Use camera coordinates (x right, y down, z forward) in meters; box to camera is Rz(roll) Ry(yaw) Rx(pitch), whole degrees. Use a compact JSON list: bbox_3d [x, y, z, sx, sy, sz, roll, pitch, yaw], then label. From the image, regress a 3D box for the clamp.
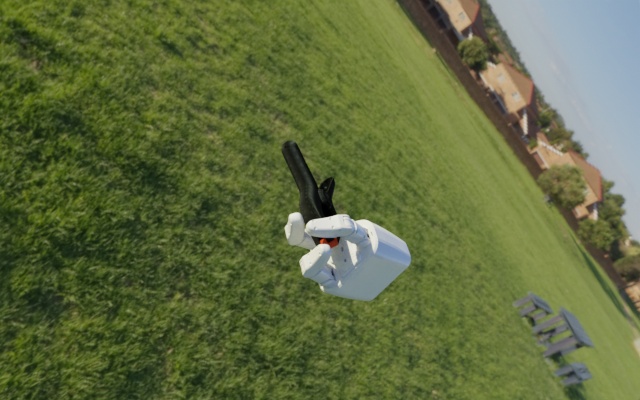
[{"bbox_3d":[0.001,0.002,0.681,0.039,0.171,0.120,-32,-35,25],"label":"clamp"}]
